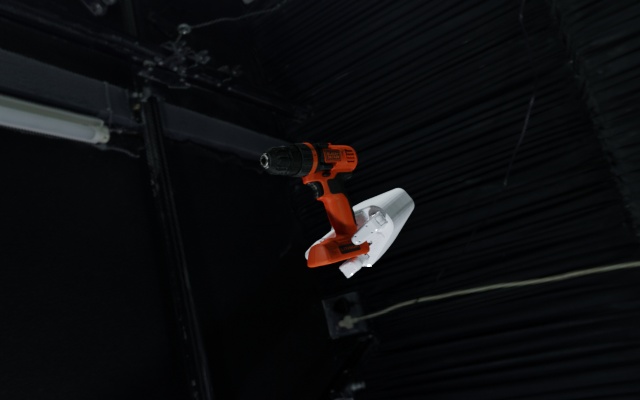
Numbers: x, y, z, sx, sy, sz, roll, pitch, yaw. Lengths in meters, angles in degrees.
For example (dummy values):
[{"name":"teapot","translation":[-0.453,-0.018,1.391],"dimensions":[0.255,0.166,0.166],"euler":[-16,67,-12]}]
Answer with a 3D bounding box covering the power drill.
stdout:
[{"name":"power drill","translation":[0.000,0.003,0.730],"dimensions":[0.184,0.187,0.057],"euler":[-7,-7,-42]}]
